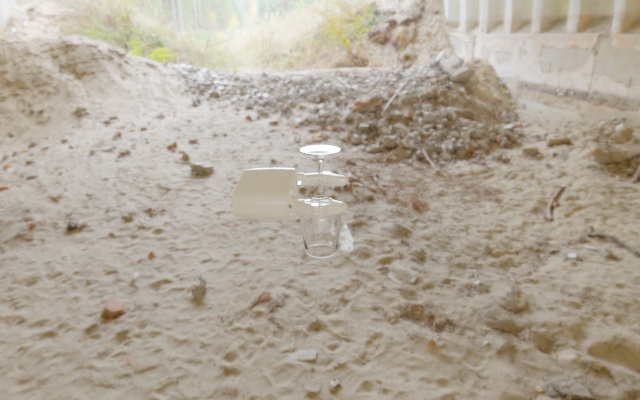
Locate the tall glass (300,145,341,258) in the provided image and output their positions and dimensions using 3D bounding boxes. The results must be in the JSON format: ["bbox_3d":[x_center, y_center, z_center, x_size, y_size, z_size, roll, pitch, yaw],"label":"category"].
[{"bbox_3d":[0.000,0.002,0.890,0.079,0.201,0.079,-1,19,0],"label":"tall glass"}]
